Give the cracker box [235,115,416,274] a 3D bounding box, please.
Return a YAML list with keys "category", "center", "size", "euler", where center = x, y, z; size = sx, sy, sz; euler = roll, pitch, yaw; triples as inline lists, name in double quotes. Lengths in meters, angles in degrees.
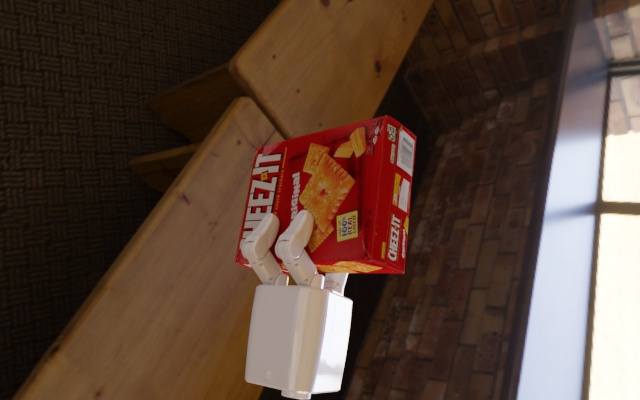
- category: "cracker box"
  center: [0.000, 0.002, 0.571]
  size: [0.214, 0.164, 0.072]
  euler: [-7, -23, 40]
